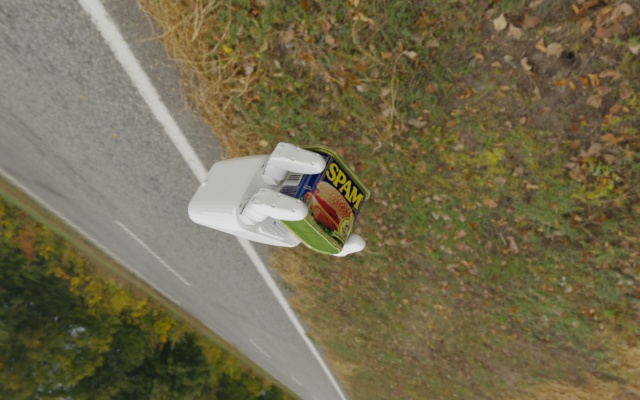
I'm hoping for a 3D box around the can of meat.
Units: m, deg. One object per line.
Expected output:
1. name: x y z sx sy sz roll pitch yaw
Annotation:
1. can of meat: 0.000 0.002 0.535 0.057 0.084 0.102 4 -31 42
